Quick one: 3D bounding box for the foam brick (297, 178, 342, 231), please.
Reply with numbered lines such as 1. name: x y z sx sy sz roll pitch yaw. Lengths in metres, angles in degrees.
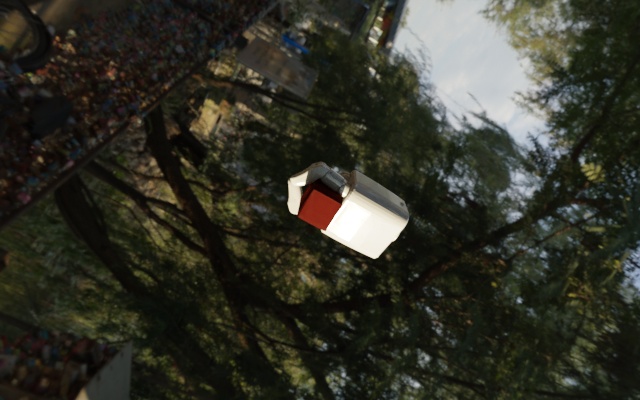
1. foam brick: 0.000 0.003 0.745 0.051 0.053 0.078 30 18 -8
